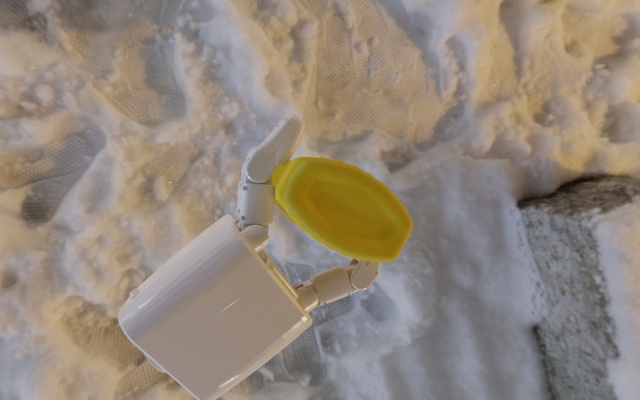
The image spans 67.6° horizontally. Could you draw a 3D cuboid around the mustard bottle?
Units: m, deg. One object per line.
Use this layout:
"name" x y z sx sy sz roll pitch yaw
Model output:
"mustard bottle" 0.000 0.001 0.407 0.096 0.058 0.191 28 -3 -13
